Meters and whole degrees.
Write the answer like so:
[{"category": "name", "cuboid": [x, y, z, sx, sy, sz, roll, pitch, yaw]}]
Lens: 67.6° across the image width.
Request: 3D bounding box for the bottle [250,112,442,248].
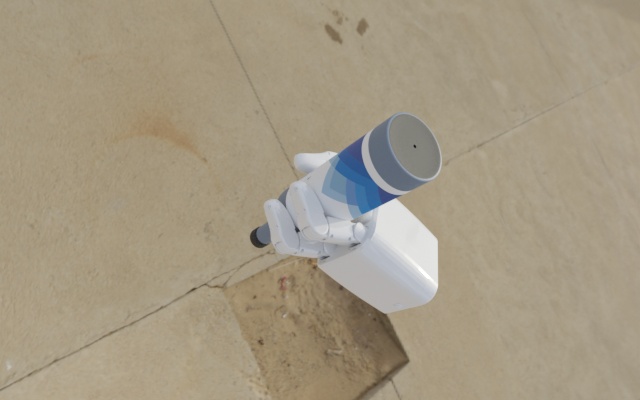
[{"category": "bottle", "cuboid": [0.000, 0.002, 0.527, 0.069, 0.069, 0.296, 0, -20, -37]}]
